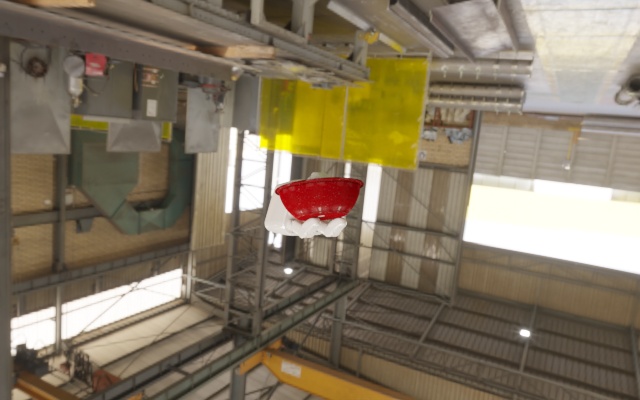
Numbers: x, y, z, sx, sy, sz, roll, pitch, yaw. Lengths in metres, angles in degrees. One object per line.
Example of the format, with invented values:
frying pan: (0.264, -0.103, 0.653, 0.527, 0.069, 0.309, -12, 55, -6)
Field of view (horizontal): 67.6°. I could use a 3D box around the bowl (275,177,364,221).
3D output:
bowl: (0.000, 0.003, 0.856, 0.162, 0.055, 0.162, -5, -11, -1)
